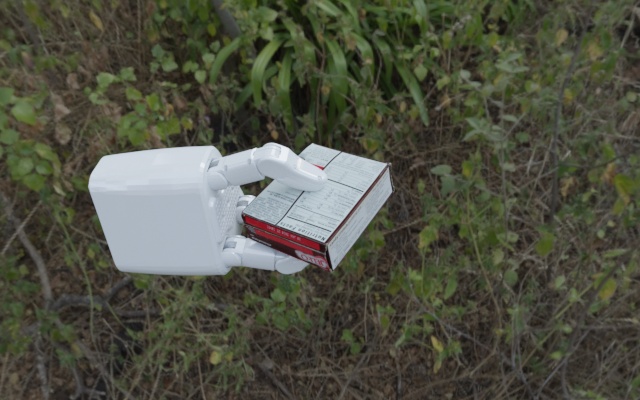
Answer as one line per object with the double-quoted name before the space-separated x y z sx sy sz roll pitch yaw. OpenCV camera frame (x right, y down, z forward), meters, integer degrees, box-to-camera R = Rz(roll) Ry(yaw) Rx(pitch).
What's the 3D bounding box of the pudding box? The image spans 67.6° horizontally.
"pudding box" 0.000 0.001 0.422 0.090 0.039 0.113 19 51 29
